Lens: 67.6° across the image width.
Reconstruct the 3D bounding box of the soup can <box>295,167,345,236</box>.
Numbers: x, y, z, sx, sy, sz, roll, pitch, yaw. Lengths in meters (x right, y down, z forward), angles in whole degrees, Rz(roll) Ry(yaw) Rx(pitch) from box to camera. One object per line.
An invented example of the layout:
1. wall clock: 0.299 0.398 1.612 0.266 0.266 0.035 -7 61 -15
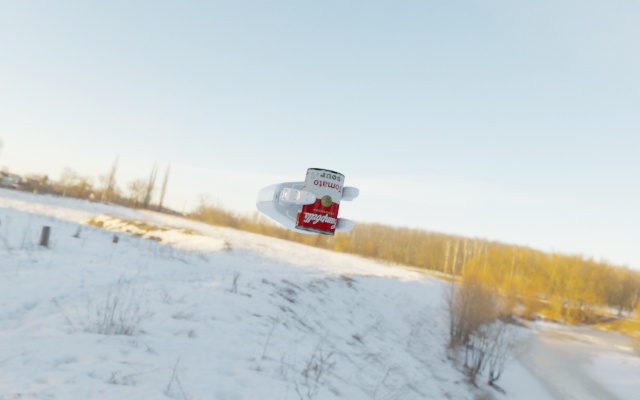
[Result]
1. soup can: 0.000 0.002 0.795 0.068 0.102 0.068 11 -7 1
